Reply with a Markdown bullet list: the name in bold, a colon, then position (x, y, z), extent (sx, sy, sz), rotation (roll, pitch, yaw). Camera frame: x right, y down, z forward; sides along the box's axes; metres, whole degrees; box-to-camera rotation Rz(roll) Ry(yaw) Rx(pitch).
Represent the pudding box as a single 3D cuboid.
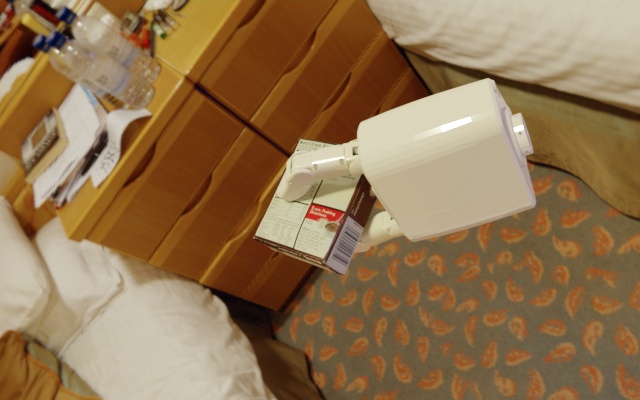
- **pudding box**: position (0.000, 0.001, 0.442), extent (0.090, 0.113, 0.039), rotation (14, -17, 38)
